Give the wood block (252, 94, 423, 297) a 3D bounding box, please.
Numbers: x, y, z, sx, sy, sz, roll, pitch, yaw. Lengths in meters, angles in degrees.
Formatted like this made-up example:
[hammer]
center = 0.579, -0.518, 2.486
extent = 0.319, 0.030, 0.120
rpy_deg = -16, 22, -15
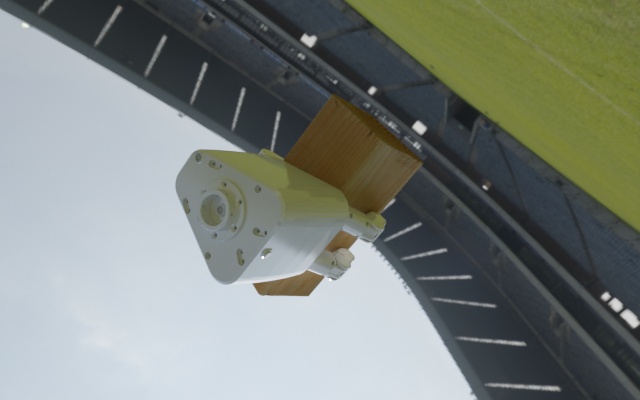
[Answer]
[wood block]
center = 0.000, 0.002, 0.526
extent = 0.090, 0.206, 0.090
rpy_deg = 15, 30, -52
